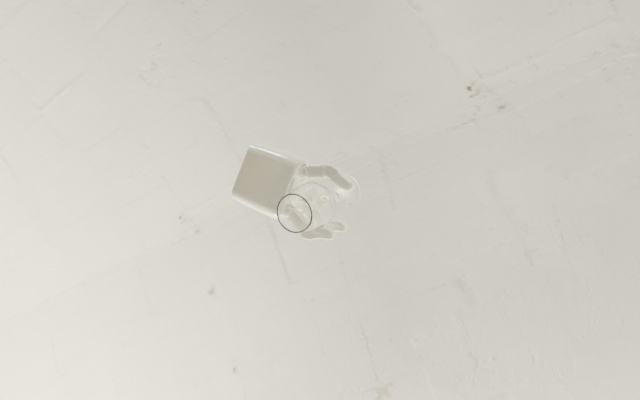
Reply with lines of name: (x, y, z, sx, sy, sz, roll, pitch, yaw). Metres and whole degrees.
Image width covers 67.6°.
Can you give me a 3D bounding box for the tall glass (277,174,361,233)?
tall glass: (0.001, 0.003, 0.817, 0.079, 0.079, 0.201, 0, 10, 24)
